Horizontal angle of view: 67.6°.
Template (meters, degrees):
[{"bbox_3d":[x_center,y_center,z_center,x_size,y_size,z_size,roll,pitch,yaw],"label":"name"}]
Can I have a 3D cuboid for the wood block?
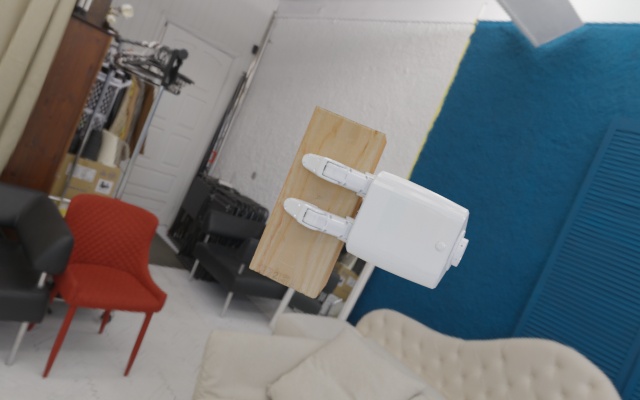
[{"bbox_3d":[0.001,0.002,0.593,0.090,0.206,0.091,24,4,8],"label":"wood block"}]
